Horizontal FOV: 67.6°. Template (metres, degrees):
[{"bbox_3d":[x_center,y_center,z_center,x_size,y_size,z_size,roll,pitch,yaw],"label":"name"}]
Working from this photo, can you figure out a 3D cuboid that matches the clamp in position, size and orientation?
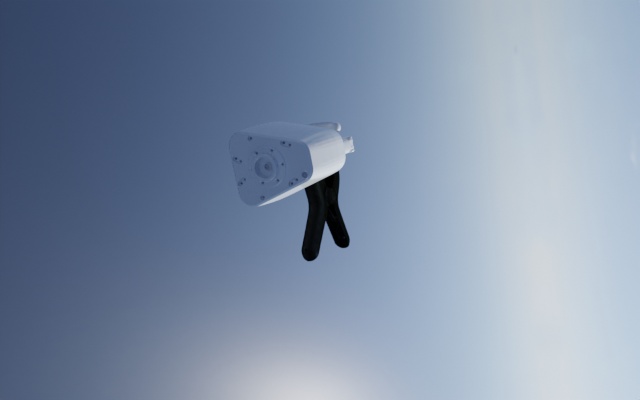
[{"bbox_3d":[0.001,0.002,0.680,0.039,0.171,0.120,-7,10,23],"label":"clamp"}]
